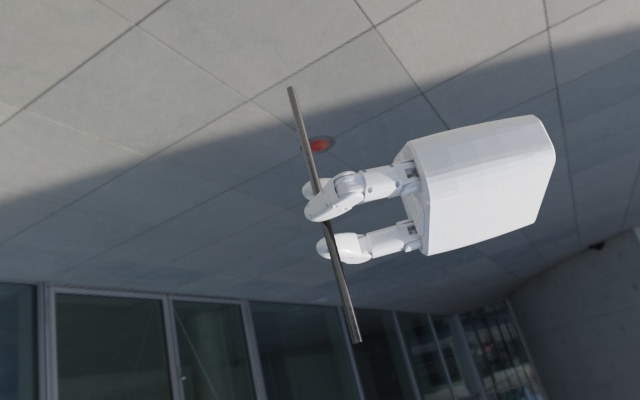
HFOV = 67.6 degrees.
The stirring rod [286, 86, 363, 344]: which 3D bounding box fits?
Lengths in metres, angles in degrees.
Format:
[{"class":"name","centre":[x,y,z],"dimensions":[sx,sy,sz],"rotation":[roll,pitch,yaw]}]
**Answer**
[{"class":"stirring rod","centre":[0.000,0.001,0.411],"dimensions":[0.011,0.239,0.011],"rotation":[-13,-22,-5]}]
